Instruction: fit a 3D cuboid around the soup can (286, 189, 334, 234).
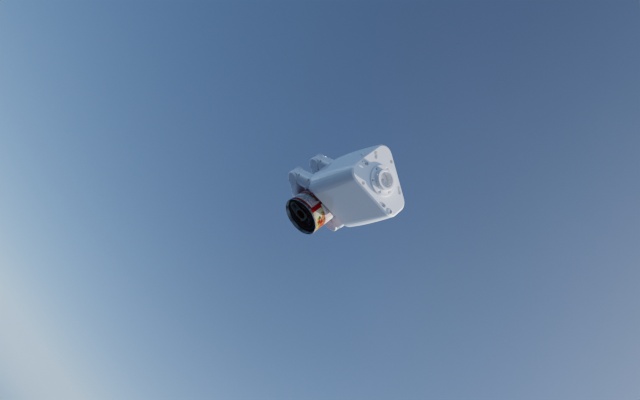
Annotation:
[{"bbox_3d":[0.000,0.003,0.817,0.102,0.068,0.068,-36,23,-35],"label":"soup can"}]
